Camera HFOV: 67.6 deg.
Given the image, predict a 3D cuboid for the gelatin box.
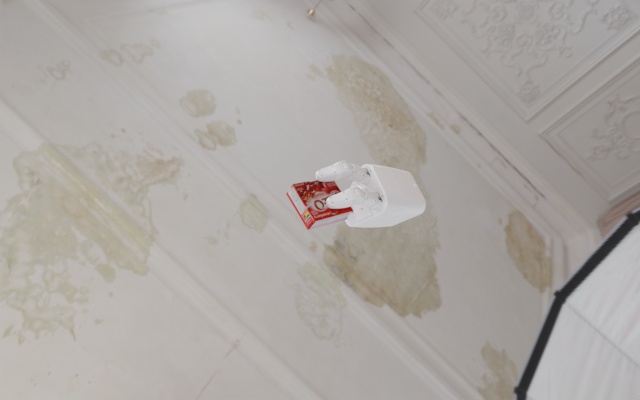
[{"bbox_3d":[0.000,0.003,0.774,0.089,0.073,0.030,-13,-27,-41],"label":"gelatin box"}]
